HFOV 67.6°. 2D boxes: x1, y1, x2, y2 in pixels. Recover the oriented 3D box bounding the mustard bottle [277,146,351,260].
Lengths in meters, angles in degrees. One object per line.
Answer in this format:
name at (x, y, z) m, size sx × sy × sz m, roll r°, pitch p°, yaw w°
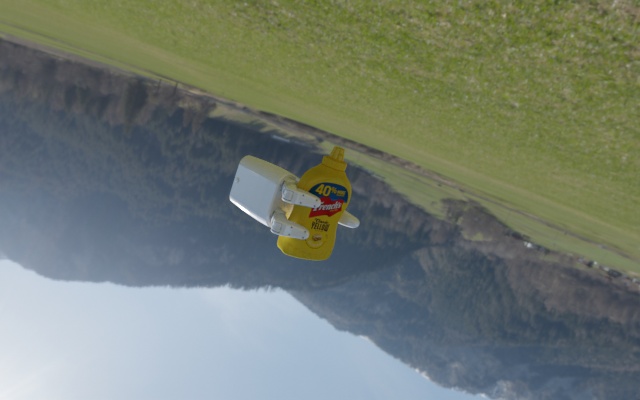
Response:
mustard bottle at (0.000, 0.003, 0.795) m, size 0.096 × 0.192 × 0.058 m, roll 12°, pitch 14°, yaw -30°
